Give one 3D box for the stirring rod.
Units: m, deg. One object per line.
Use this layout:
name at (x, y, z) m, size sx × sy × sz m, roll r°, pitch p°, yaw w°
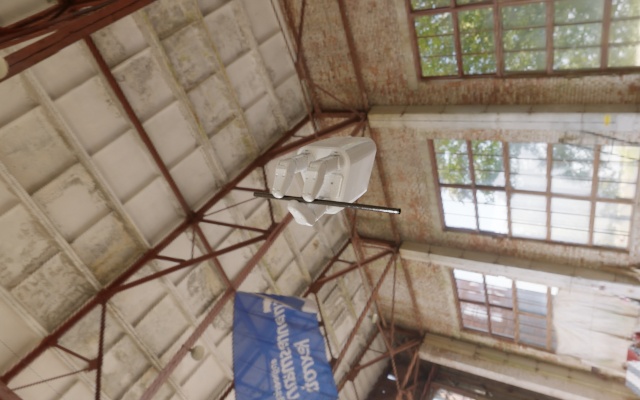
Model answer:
stirring rod at (0.000, 0.002, 0.675) m, size 0.239 × 0.011 × 0.011 m, roll 7°, pitch 3°, yaw 32°
